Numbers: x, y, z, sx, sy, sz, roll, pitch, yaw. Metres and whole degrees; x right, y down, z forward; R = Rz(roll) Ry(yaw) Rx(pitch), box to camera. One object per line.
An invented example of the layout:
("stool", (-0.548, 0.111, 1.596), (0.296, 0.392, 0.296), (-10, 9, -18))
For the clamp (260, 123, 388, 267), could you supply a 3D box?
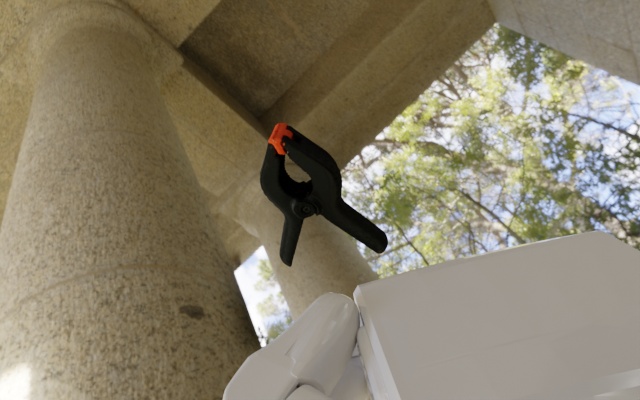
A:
("clamp", (0.000, 0.001, 0.473), (0.120, 0.172, 0.039), (-8, 41, 9))
